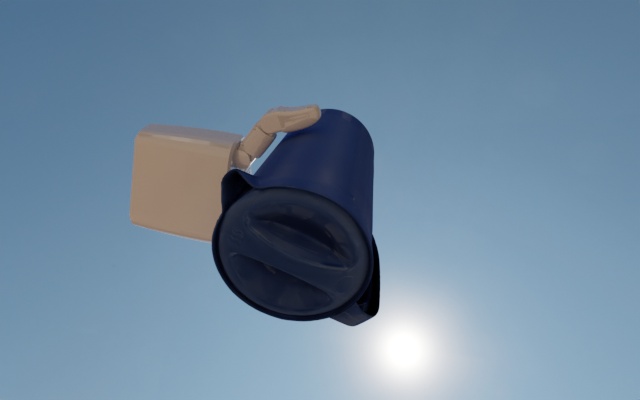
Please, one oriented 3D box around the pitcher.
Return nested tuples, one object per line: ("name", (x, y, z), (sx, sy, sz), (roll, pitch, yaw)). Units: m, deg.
("pitcher", (0.000, 0.002, 0.486), (0.145, 0.149, 0.242), (8, 30, 6))
